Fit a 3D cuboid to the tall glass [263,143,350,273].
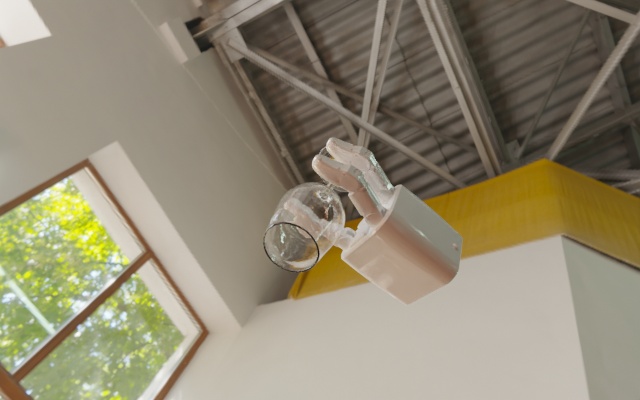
[{"bbox_3d":[0.000,0.001,0.568,0.079,0.079,0.201,0,28,21],"label":"tall glass"}]
